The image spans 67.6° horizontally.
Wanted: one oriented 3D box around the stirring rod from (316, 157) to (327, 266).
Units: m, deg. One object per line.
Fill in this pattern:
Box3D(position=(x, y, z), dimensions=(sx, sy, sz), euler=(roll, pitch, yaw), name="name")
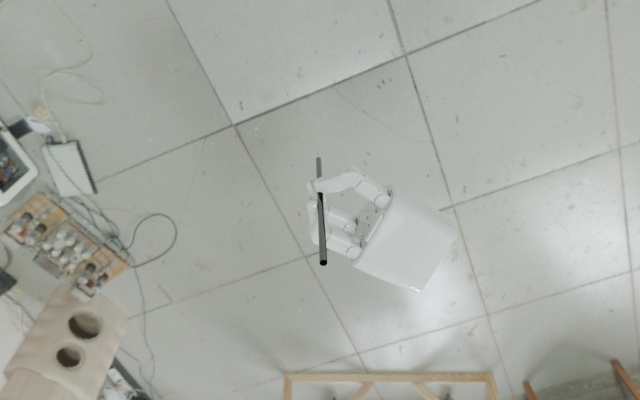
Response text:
Box3D(position=(0.000, 0.002, 0.583), dimensions=(0.011, 0.011, 0.239), euler=(0, 30, -2), name="stirring rod")
